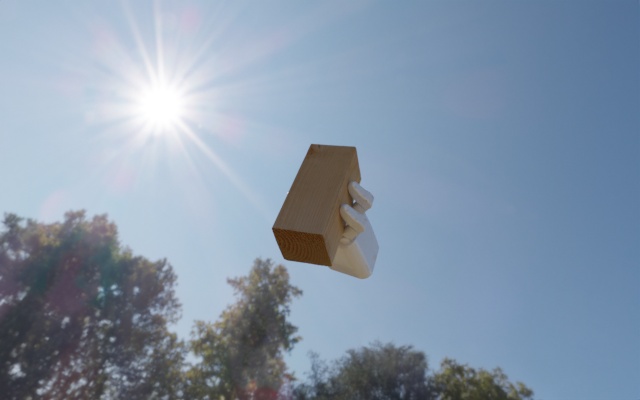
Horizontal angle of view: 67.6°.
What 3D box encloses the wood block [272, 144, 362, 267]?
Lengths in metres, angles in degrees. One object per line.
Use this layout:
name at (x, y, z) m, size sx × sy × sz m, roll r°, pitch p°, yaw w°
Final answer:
wood block at (0.000, 0.003, 0.842) m, size 0.091 × 0.206 × 0.090 m, roll 5°, pitch -41°, yaw 19°
